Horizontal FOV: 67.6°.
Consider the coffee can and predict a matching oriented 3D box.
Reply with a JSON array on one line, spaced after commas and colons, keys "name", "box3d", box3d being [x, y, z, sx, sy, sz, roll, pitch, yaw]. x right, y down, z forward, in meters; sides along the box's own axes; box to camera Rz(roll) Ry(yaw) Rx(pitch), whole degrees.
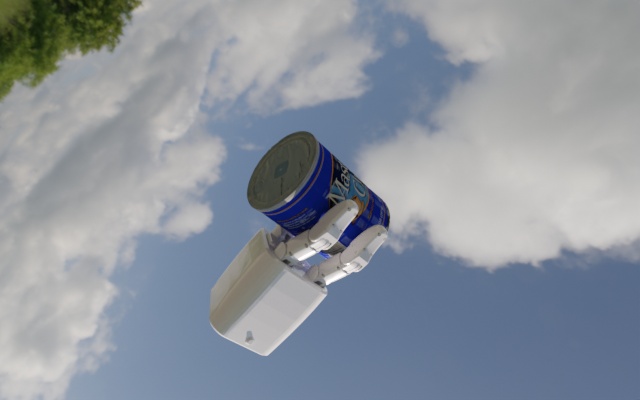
[{"name": "coffee can", "box3d": [0.000, 0.002, 0.557, 0.103, 0.102, 0.140, 0, -31, 48]}]
